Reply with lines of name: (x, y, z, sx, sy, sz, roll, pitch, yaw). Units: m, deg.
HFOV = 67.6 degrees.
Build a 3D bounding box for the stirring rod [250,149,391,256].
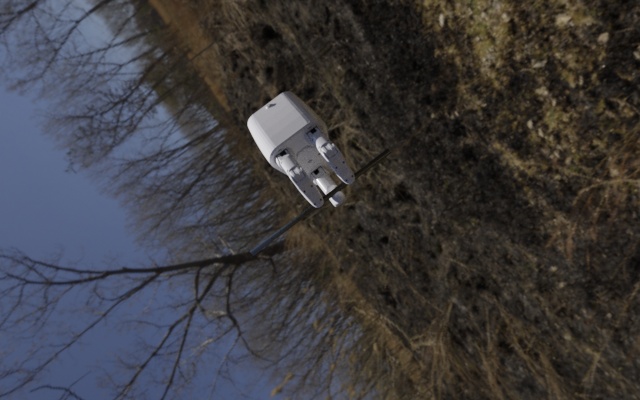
stirring rod: (0.000, 0.002, 0.668, 0.239, 0.011, 0.011, -37, 0, 0)
